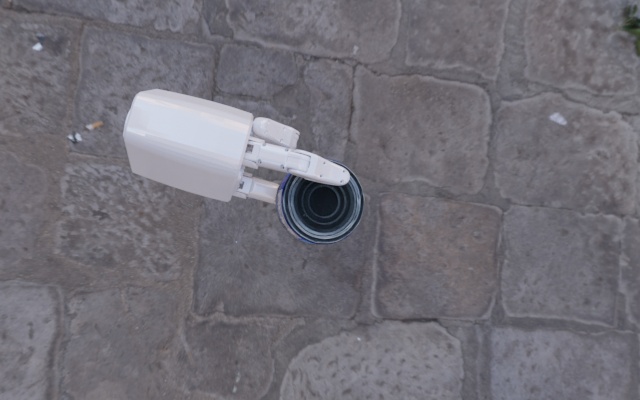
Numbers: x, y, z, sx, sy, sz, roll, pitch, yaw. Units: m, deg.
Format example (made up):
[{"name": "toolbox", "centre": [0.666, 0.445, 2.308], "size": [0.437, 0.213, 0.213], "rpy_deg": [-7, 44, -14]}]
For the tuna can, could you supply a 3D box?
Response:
[{"name": "tuna can", "centre": [0.000, 0.002, 0.477], "size": [0.086, 0.086, 0.034], "rpy_deg": [0, -3, -15]}]
